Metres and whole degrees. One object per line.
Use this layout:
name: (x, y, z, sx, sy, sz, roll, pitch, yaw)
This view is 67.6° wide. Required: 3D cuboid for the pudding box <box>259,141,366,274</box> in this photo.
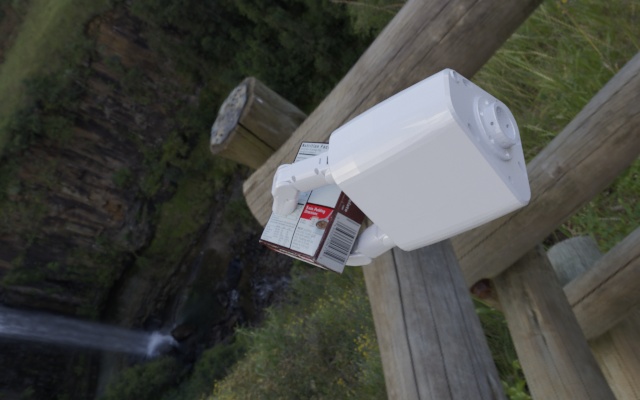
pudding box: (0.000, 0.001, 0.442, 0.039, 0.113, 0.090, 32, -13, -37)
